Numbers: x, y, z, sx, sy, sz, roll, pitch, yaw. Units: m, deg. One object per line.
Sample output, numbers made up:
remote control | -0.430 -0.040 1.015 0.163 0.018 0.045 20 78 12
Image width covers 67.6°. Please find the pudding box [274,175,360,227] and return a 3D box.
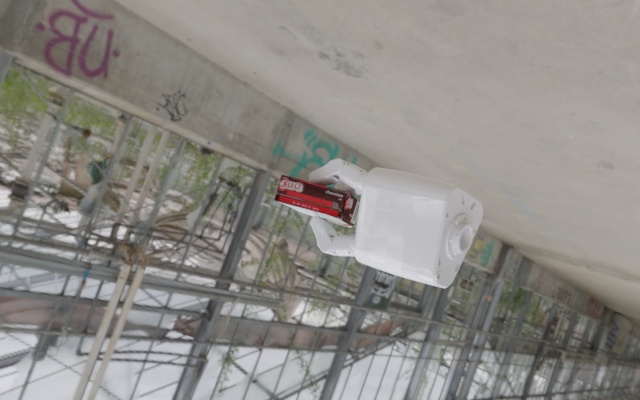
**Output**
pudding box | 0.000 0.002 0.624 0.090 0.039 0.113 16 -6 14
